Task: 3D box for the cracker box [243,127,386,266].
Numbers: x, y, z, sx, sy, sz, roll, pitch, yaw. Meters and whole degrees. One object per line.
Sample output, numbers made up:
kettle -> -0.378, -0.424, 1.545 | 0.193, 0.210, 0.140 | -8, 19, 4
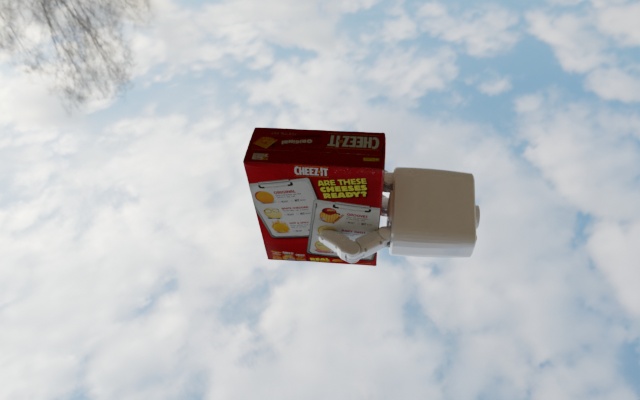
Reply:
cracker box -> 0.000, 0.002, 0.638 | 0.164, 0.072, 0.214 | 3, -38, 6
